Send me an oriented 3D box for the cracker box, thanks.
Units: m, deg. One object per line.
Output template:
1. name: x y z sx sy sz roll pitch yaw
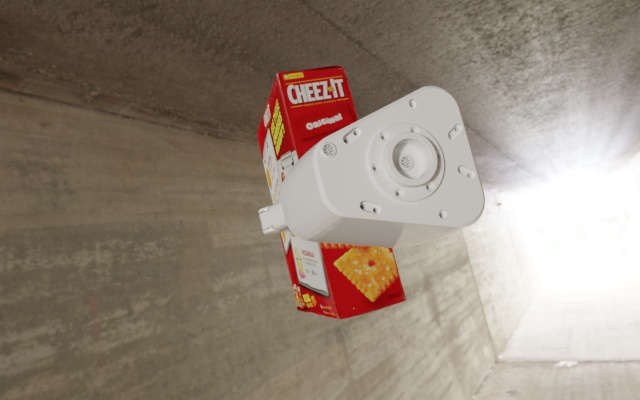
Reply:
1. cracker box: 0.000 0.002 0.475 0.072 0.213 0.164 -11 -7 -16
